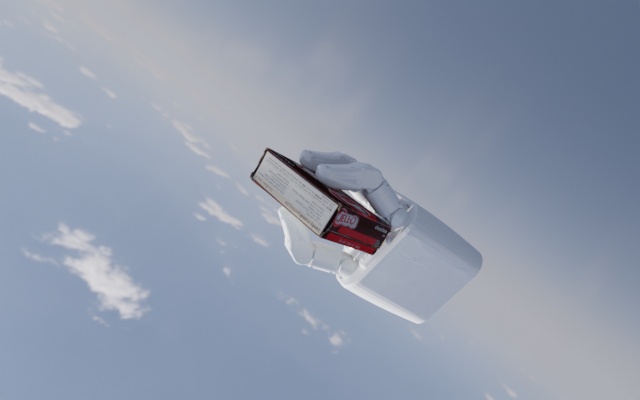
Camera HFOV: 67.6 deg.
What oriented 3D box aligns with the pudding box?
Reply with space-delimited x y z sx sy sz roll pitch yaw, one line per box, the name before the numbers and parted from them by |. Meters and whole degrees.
pudding box | 0.000 0.002 0.448 0.113 0.039 0.090 36 6 38
